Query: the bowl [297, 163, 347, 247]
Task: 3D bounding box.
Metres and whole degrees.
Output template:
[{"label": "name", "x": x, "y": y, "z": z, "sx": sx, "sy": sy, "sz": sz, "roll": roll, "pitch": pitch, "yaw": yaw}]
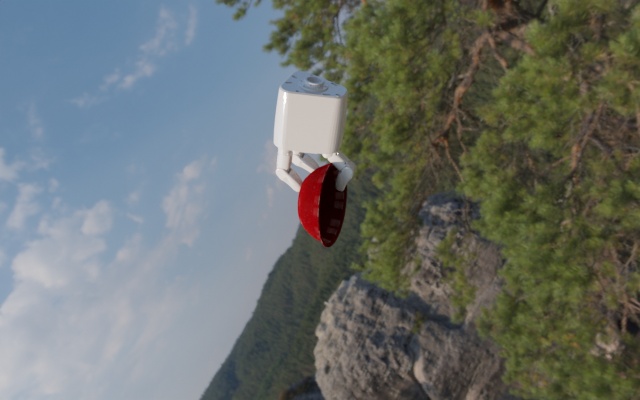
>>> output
[{"label": "bowl", "x": 0.000, "y": 0.004, "z": 0.878, "sx": 0.055, "sy": 0.162, "sz": 0.162, "roll": 6, "pitch": 2, "yaw": 20}]
